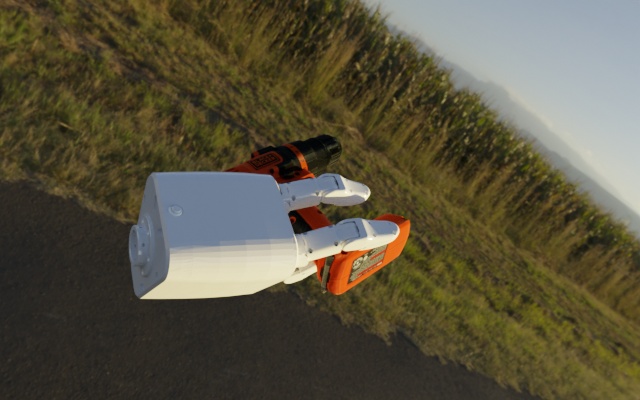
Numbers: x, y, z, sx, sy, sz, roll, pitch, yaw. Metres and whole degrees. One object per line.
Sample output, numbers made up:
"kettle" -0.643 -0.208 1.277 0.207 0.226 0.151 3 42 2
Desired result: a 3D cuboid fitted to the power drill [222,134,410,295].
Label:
"power drill" 0.000 0.002 0.510 0.184 0.057 0.187 -28 50 -34
